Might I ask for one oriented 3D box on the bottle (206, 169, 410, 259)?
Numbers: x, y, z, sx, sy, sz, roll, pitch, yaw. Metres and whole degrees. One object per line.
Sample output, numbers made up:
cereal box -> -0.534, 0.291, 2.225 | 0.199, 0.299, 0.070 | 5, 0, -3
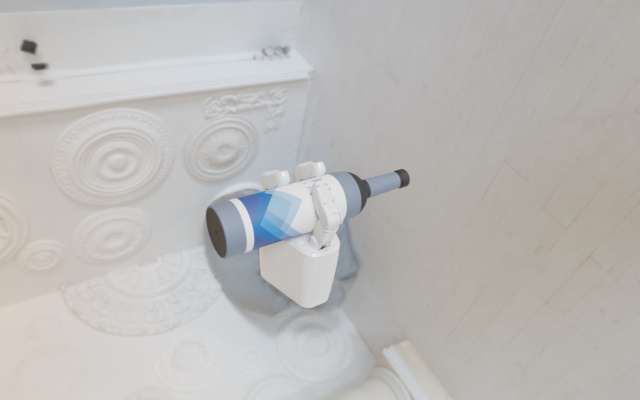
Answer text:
bottle -> 0.000, 0.002, 0.635 | 0.295, 0.069, 0.069 | -16, 8, -29
